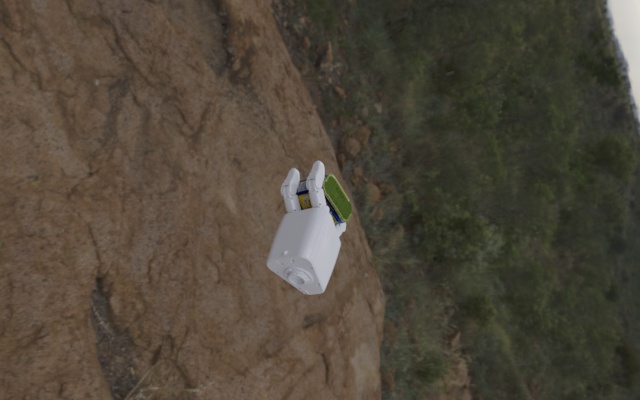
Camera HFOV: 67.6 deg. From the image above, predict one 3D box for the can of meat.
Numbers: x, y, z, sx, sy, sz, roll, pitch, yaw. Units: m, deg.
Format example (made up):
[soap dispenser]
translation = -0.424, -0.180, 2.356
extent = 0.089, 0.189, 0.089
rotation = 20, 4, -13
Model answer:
[can of meat]
translation = 0.000, 0.003, 0.887
extent = 0.084, 0.102, 0.057
rotation = -13, 35, 33
